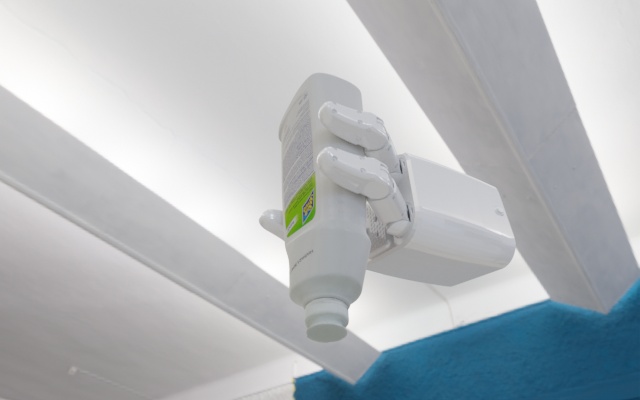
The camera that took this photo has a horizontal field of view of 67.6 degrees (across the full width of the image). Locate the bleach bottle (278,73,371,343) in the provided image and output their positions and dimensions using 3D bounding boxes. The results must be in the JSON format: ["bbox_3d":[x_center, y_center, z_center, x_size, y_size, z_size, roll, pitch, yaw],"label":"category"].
[{"bbox_3d":[0.000,0.001,0.411,0.068,0.250,0.103,17,-44,-18],"label":"bleach bottle"}]
